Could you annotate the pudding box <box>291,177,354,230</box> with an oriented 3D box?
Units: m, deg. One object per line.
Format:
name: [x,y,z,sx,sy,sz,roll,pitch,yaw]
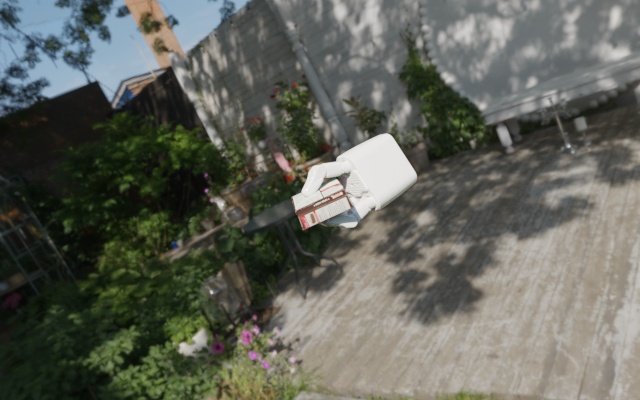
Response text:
pudding box: [0.000,0.002,0.804,0.090,0.039,0.113,-25,12,0]
